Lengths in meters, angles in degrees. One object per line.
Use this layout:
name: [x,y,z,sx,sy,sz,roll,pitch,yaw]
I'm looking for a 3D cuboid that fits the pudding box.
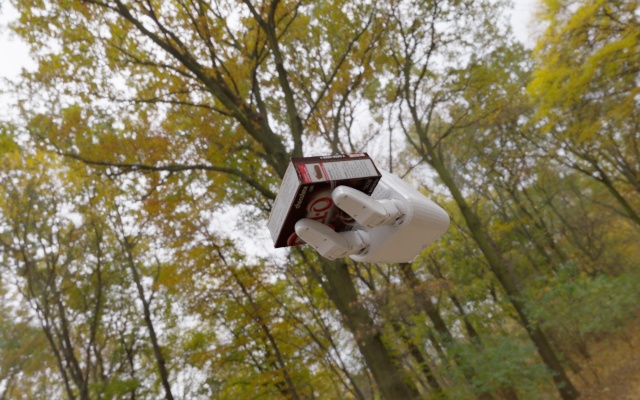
pudding box: [0.000,0.001,0.497,0.090,0.039,0.114,-8,-37,-26]
